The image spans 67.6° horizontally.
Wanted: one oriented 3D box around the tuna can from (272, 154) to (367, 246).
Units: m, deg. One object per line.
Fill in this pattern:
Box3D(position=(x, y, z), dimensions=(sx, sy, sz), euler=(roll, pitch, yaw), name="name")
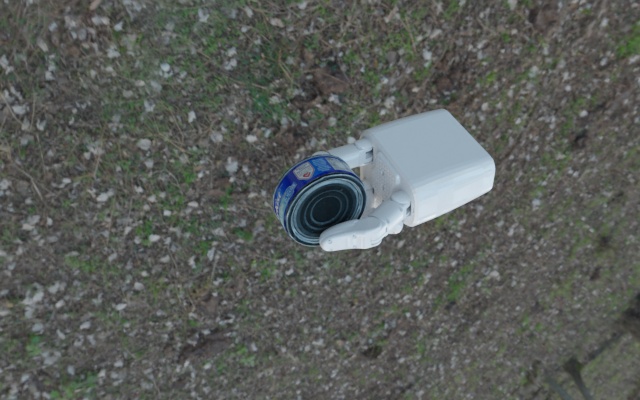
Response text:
Box3D(position=(0.000, 0.002, 0.451), dimensions=(0.086, 0.086, 0.033), euler=(0, 35, -30), name="tuna can")
